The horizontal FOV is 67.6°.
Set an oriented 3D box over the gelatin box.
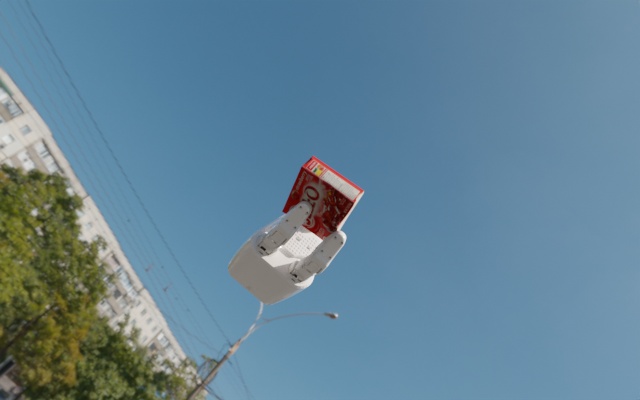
[{"bbox_3d":[0.000,0.001,0.567,0.073,0.089,0.030,35,48,6],"label":"gelatin box"}]
